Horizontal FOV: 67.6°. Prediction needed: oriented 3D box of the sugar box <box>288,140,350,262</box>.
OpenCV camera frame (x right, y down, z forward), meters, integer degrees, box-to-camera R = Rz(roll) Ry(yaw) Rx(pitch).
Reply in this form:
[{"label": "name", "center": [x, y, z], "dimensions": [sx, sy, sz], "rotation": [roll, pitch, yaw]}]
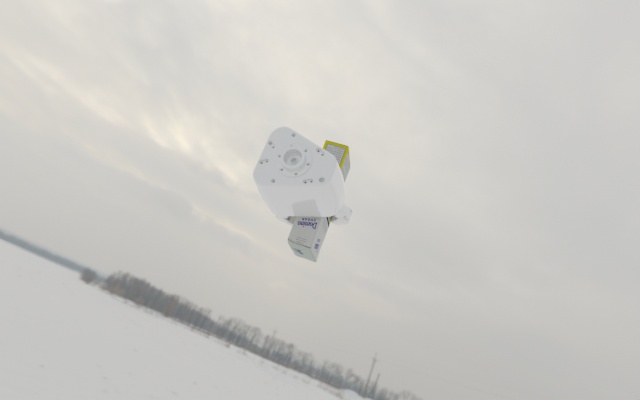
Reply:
[{"label": "sugar box", "center": [0.000, 0.002, 0.767], "dimensions": [0.048, 0.176, 0.093], "rotation": [19, -18, 12]}]
